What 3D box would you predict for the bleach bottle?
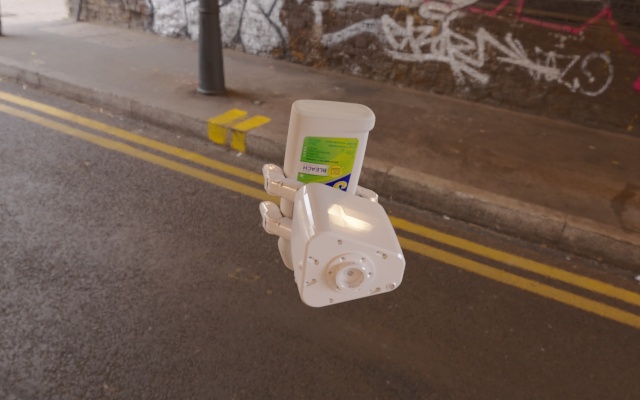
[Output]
[{"bbox_3d":[0.000,0.002,0.617,0.102,0.251,0.068,3,27,-7],"label":"bleach bottle"}]
